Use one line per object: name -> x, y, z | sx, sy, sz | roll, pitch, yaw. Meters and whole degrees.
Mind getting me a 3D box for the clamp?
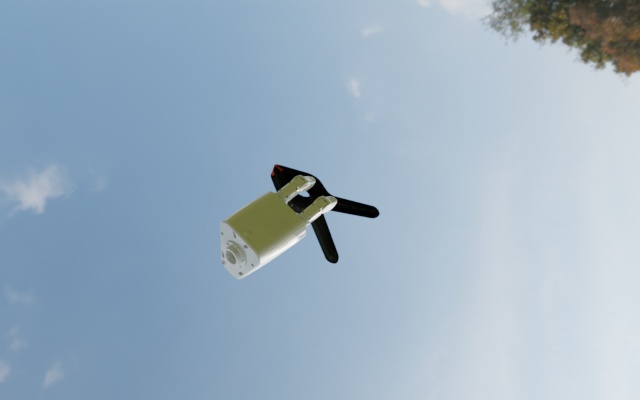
clamp -> -0.001, 0.003, 0.868 | 0.164, 0.210, 0.036 | -33, -20, -43
